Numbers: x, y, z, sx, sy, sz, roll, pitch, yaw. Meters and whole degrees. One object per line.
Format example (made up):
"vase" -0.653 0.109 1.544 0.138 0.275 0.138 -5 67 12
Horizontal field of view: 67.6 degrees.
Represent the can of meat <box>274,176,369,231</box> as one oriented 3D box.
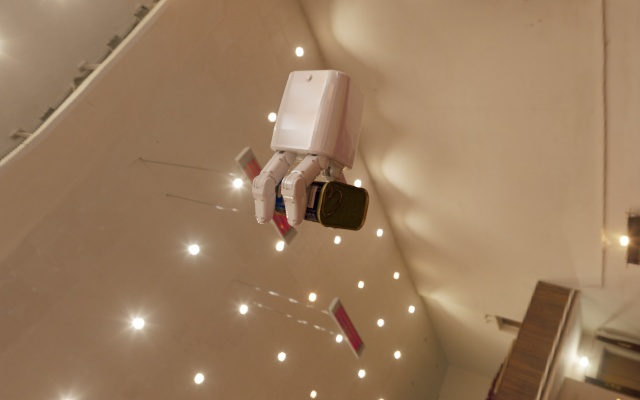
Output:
"can of meat" 0.000 0.002 0.625 0.084 0.057 0.102 11 0 38
